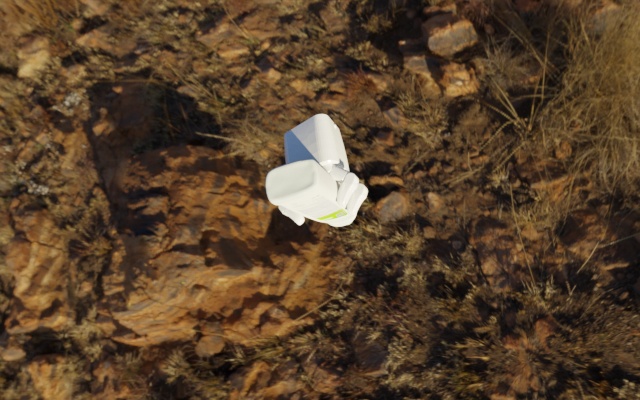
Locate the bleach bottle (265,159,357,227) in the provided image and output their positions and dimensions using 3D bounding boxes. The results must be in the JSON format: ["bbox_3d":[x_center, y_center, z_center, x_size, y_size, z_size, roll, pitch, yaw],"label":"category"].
[{"bbox_3d":[0.000,0.003,0.896,0.102,0.068,0.251,-16,-23,18],"label":"bleach bottle"}]
